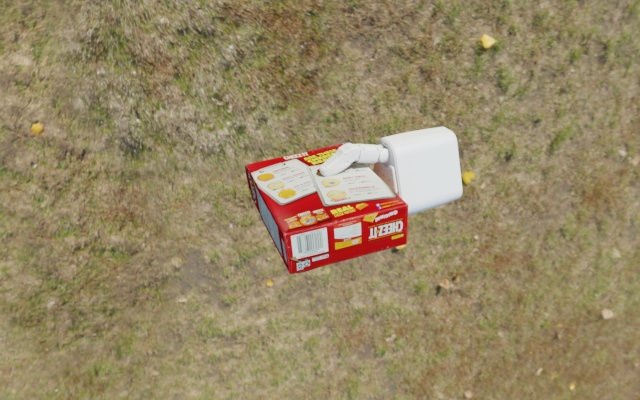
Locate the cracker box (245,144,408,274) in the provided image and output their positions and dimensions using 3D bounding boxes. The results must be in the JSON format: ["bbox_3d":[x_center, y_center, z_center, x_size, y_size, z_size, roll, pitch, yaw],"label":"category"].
[{"bbox_3d":[0.000,0.002,0.671,0.164,0.072,0.213,-13,31,-16],"label":"cracker box"}]
